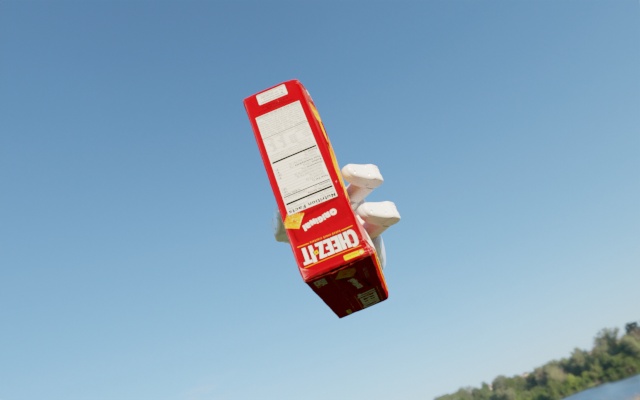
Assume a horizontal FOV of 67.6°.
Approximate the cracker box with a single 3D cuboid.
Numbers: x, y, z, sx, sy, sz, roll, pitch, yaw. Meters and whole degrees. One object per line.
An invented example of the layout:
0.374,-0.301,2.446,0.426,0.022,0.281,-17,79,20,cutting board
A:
0.000,0.002,0.517,0.072,0.213,0.164,-23,-28,3,cracker box
